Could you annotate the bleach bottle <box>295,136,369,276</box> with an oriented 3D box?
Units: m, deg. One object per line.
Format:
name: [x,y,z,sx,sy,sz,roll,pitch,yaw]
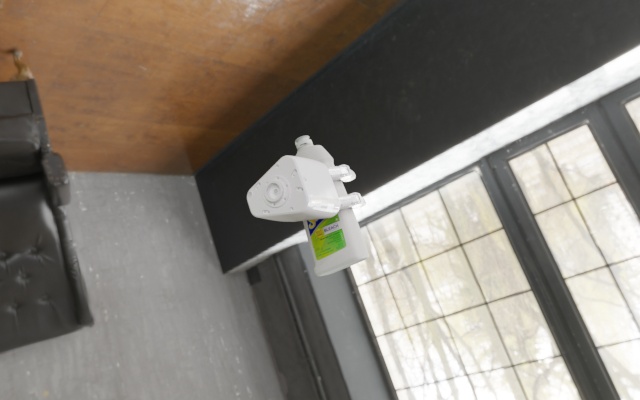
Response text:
bleach bottle: [0.000,0.003,0.870,0.102,0.250,0.068,-26,-15,24]
